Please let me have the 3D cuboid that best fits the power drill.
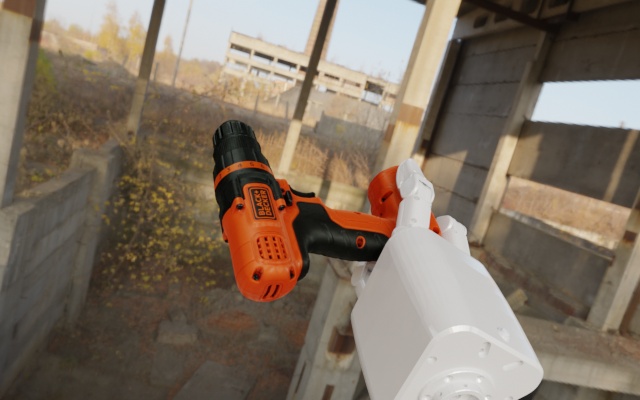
[{"bbox_3d":[0.001,0.002,0.427,0.187,0.184,0.057,1,-41,-24],"label":"power drill"}]
